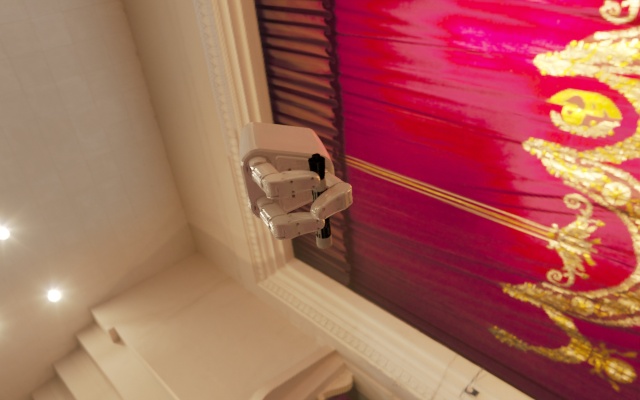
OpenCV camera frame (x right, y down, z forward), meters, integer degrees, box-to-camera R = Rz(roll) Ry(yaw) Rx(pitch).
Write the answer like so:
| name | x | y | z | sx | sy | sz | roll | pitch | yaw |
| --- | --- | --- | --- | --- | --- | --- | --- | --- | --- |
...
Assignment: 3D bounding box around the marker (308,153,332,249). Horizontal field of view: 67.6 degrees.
| name | x | y | z | sx | sy | sz | roll | pitch | yaw |
| --- | --- | --- | --- | --- | --- | --- | --- | --- | --- |
| marker | 0.000 | 0.002 | 0.551 | 0.020 | 0.121 | 0.020 | -4 | 31 | 2 |
